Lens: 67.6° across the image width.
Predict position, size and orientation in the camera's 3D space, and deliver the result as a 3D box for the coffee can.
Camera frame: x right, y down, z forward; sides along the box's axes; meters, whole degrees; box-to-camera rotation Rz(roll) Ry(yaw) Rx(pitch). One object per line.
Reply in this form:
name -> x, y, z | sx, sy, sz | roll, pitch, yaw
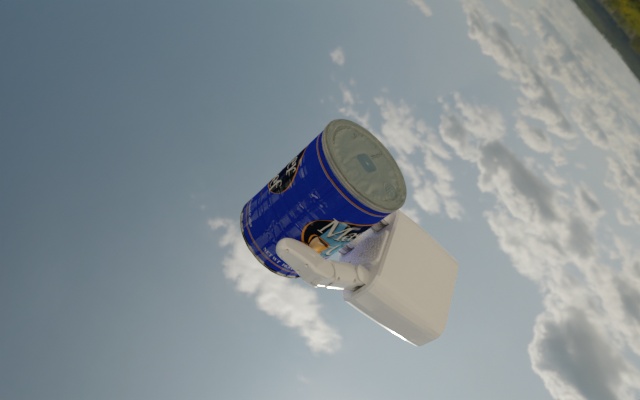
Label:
coffee can -> 0.000, 0.001, 0.480 | 0.103, 0.102, 0.140 | 0, -32, -48
